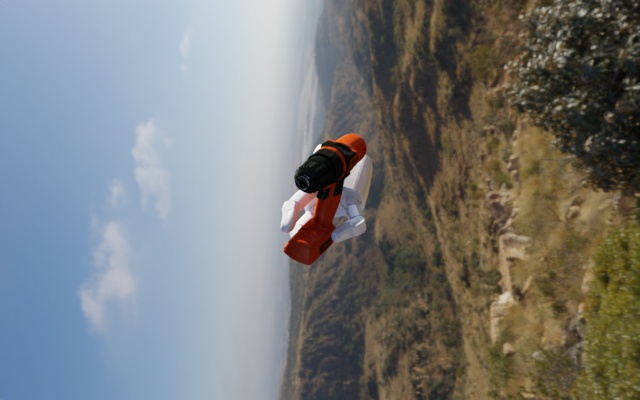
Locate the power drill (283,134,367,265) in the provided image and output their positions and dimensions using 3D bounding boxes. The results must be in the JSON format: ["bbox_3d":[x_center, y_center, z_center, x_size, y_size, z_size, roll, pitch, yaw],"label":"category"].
[{"bbox_3d":[0.000,0.003,0.712,0.057,0.188,0.184,28,32,16],"label":"power drill"}]
